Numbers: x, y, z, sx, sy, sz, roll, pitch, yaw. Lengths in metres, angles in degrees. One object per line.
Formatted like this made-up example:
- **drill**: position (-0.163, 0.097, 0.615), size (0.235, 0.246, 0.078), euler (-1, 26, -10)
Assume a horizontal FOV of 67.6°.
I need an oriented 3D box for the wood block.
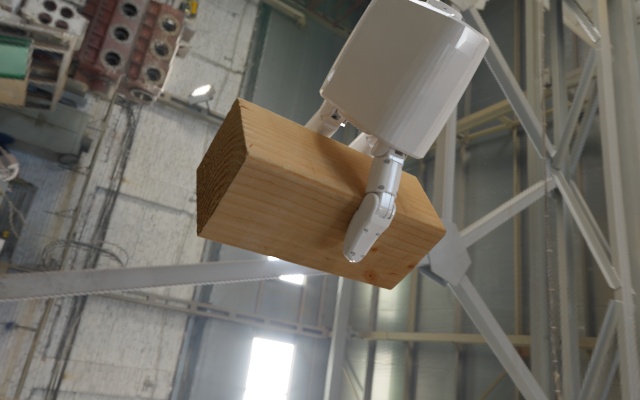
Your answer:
- **wood block**: position (0.000, 0.001, 0.439), size (0.206, 0.090, 0.090), euler (20, 33, -29)
